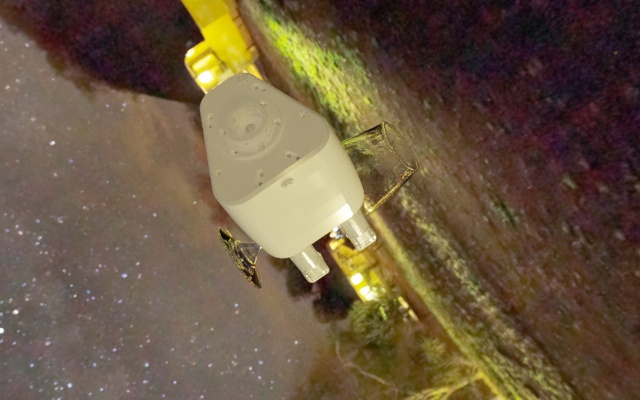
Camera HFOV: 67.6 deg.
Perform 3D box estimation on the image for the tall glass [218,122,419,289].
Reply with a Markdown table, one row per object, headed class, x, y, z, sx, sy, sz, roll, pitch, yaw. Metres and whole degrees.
| class | x | y | z | sx | sy | sz | roll | pitch | yaw |
| --- | --- | --- | --- | --- | --- | --- | --- | --- | --- |
| tall glass | 0.000 | 0.002 | 0.484 | 0.201 | 0.079 | 0.079 | -35 | 1 | -1 |
